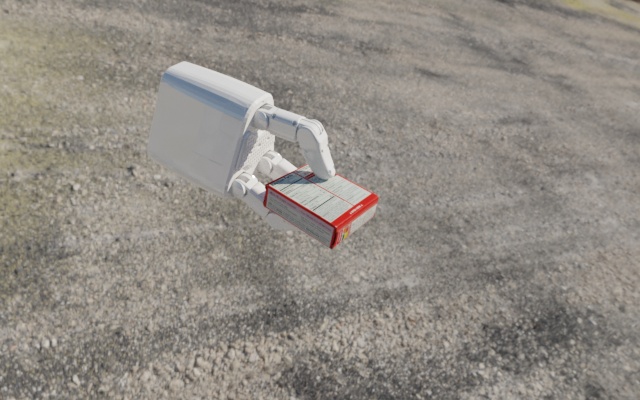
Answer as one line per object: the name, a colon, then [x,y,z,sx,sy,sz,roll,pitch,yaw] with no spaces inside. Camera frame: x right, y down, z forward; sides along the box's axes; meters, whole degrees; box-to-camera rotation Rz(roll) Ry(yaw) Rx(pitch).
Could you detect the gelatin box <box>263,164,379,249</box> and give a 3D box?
gelatin box: [0.000,0.001,0.469,0.089,0.030,0.073,30,39,26]
